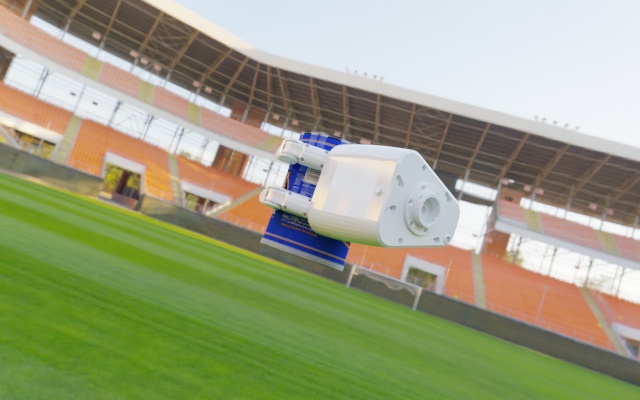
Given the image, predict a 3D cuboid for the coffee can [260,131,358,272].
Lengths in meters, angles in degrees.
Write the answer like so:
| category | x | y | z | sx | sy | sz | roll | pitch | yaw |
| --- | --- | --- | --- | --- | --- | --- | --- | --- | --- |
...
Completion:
| category | x | y | z | sx | sy | sz | roll | pitch | yaw |
| --- | --- | --- | --- | --- | --- | --- | --- | --- | --- |
| coffee can | 0.000 | 0.002 | 0.570 | 0.103 | 0.140 | 0.103 | 19 | -6 | 2 |
